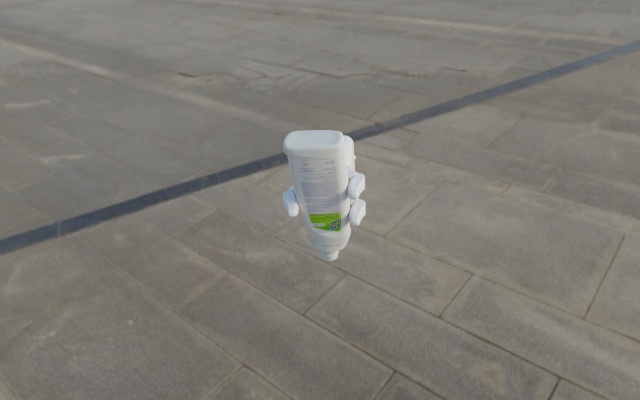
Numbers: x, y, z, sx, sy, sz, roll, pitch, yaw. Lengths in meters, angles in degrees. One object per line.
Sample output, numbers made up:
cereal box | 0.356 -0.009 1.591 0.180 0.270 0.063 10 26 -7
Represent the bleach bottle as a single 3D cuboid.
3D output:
bleach bottle | 0.000 0.003 0.841 0.102 0.251 0.068 0 35 8
